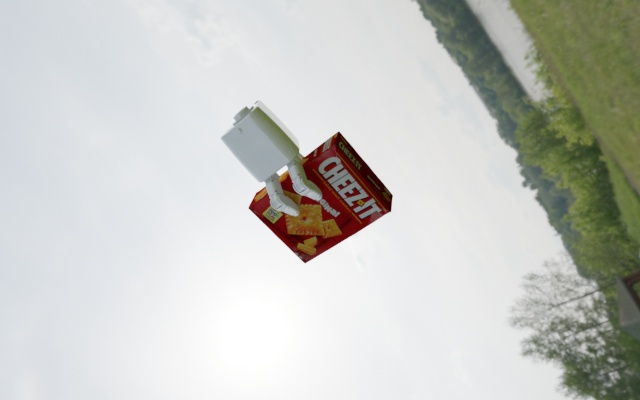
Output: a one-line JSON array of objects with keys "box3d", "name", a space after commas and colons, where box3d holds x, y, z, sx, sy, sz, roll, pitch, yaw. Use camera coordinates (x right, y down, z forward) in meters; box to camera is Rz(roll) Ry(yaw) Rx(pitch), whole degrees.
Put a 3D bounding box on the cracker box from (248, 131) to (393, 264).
[{"box3d": [0.000, 0.003, 0.884, 0.214, 0.164, 0.072, -34, 20, 26], "name": "cracker box"}]
